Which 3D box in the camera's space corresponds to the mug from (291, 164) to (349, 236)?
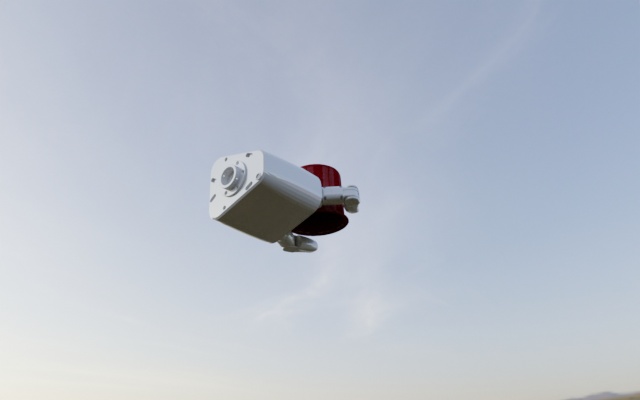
[{"bbox_3d":[0.001,0.003,0.721,0.093,0.081,0.117,-23,-32,33],"label":"mug"}]
